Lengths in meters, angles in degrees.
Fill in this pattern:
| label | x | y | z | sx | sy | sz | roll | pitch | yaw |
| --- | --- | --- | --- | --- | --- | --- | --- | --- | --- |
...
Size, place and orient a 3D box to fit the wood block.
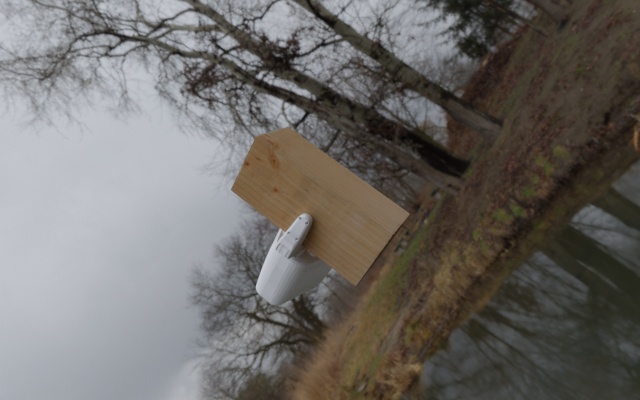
| label | x | y | z | sx | sy | sz | roll | pitch | yaw |
| --- | --- | --- | --- | --- | --- | --- | --- | --- | --- |
| wood block | 0.000 | 0.002 | 0.625 | 0.206 | 0.090 | 0.090 | 36 | 28 | 10 |
